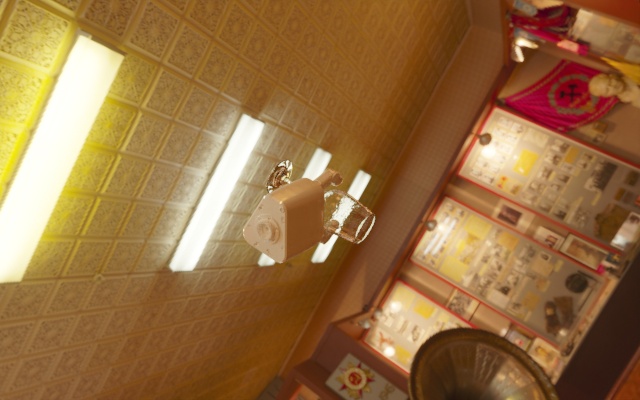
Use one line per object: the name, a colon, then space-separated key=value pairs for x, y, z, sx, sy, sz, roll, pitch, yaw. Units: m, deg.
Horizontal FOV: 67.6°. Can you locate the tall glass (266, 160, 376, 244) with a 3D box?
tall glass: x=0.000 y=0.002 z=0.871 sx=0.201 sy=0.079 sz=0.079 roll=31 pitch=13 yaw=22
